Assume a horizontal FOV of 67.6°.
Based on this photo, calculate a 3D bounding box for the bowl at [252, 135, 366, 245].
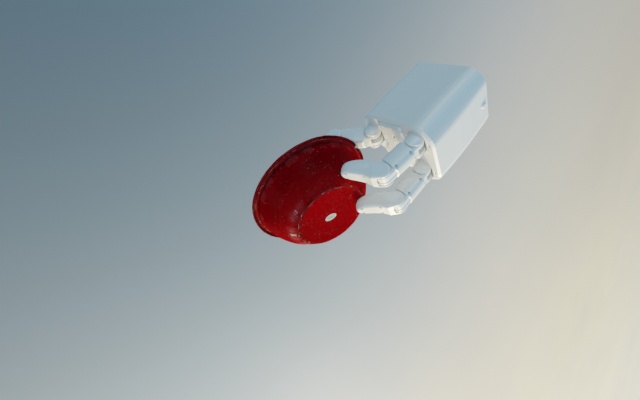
[{"bbox_3d":[-0.001,0.003,0.588,0.162,0.162,0.055,0,38,-39],"label":"bowl"}]
